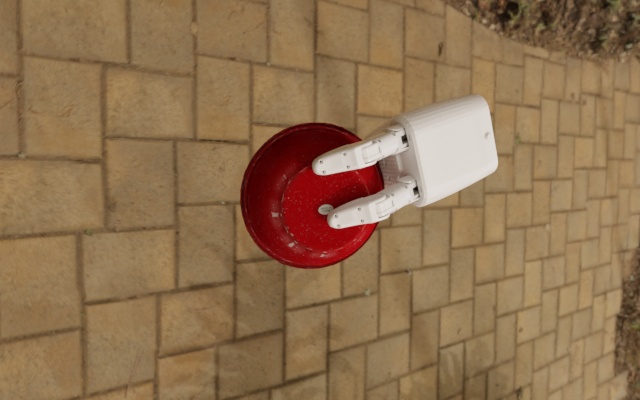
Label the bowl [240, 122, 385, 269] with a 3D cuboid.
[{"bbox_3d":[-0.001,0.002,0.493,0.162,0.162,0.055,0,11,-14],"label":"bowl"}]
